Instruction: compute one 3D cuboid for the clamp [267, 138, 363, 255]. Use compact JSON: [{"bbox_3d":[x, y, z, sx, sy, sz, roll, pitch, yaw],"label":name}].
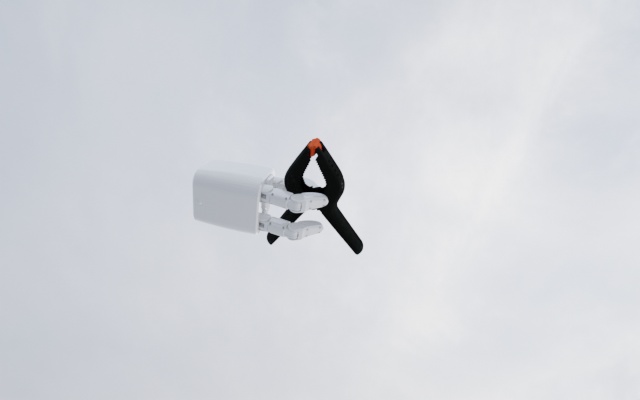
[{"bbox_3d":[0.000,0.002,0.759,0.164,0.210,0.036,11,35,3],"label":"clamp"}]
